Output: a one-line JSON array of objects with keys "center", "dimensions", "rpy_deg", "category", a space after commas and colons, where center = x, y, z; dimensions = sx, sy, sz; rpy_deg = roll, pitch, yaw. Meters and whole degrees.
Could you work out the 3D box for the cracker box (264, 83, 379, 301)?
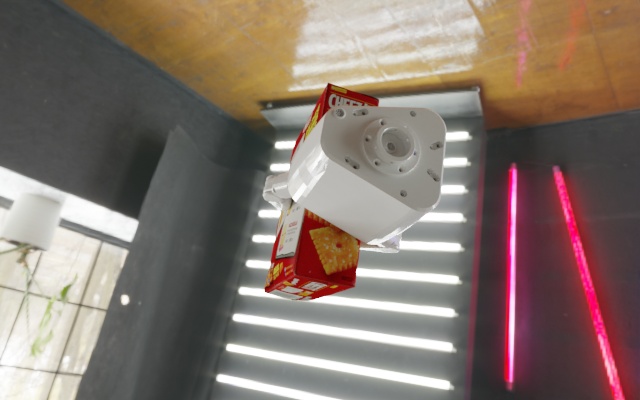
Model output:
[{"center": [0.000, 0.002, 0.556], "dimensions": [0.072, 0.213, 0.164], "rpy_deg": [15, -21, -12], "category": "cracker box"}]
